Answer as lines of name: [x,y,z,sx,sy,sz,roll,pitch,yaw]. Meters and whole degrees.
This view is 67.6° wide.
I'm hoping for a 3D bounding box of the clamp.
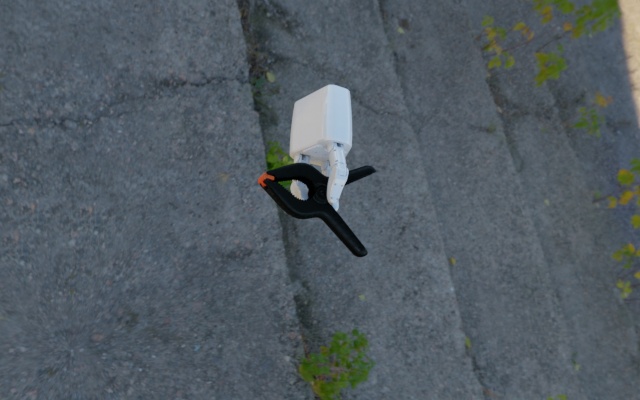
clamp: [0.000,0.002,0.777,0.210,0.164,0.036,10,-21,-25]
